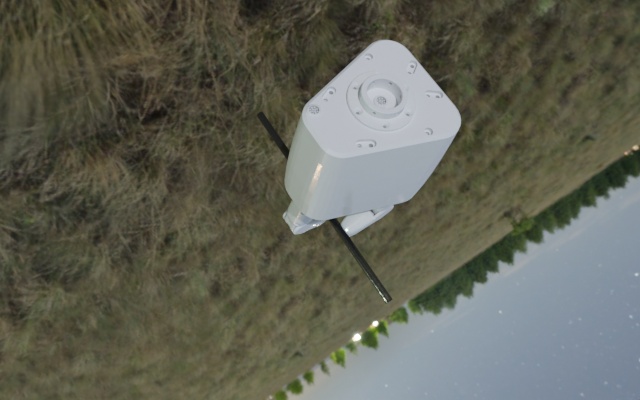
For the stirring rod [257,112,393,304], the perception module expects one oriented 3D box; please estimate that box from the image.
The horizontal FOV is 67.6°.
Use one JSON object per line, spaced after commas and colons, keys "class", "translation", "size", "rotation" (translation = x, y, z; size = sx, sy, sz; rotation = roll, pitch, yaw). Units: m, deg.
{"class": "stirring rod", "translation": [0.000, 0.002, 0.489], "size": [0.011, 0.239, 0.011], "rotation": [-32, -15, -10]}
